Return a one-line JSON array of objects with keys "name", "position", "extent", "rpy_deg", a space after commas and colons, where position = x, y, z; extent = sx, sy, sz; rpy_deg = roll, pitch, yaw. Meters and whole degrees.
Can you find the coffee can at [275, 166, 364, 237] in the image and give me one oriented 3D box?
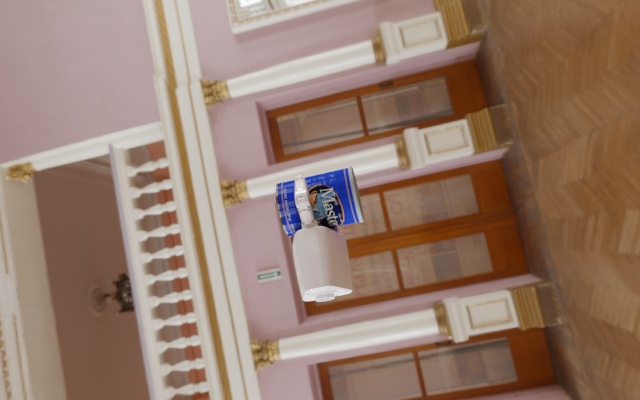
[{"name": "coffee can", "position": [0.000, 0.003, 0.869], "extent": [0.140, 0.103, 0.103], "rpy_deg": [-12, -2, 7]}]
